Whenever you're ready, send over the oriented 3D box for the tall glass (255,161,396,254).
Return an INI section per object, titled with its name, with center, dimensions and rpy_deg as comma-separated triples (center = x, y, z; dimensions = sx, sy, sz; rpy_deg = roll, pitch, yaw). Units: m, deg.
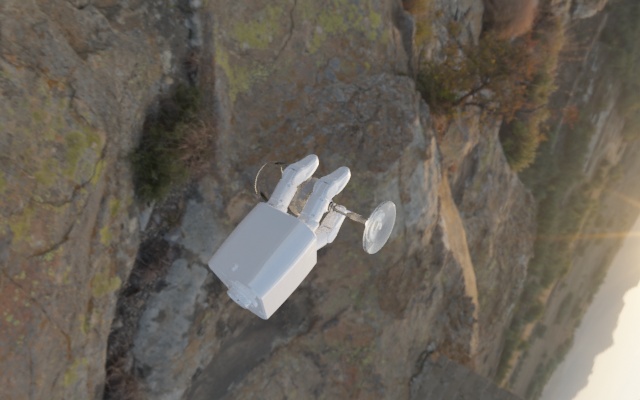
[tall glass]
center = 0.001, 0.002, 0.670
dimensions = 0.201, 0.079, 0.079
rpy_deg = 24, 13, 32
